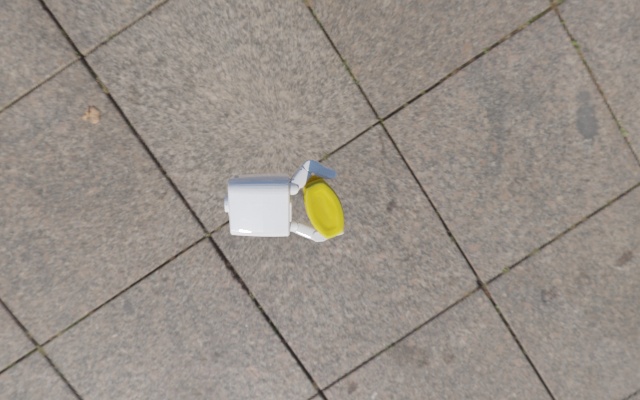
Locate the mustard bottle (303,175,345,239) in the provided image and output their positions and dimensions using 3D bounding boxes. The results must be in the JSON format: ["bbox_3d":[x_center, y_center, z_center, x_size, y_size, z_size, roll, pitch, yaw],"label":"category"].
[{"bbox_3d":[0.000,0.003,0.859,0.058,0.096,0.191,-24,9,-1],"label":"mustard bottle"}]
